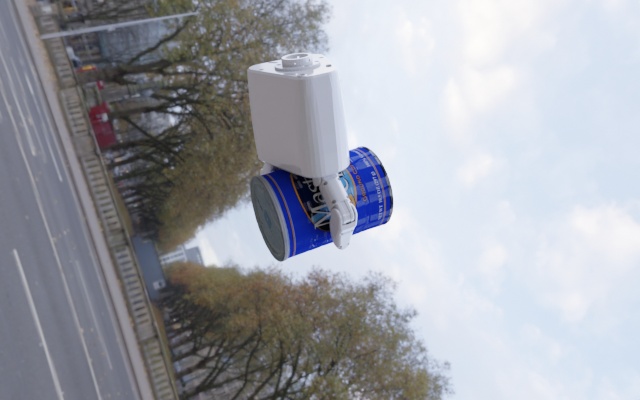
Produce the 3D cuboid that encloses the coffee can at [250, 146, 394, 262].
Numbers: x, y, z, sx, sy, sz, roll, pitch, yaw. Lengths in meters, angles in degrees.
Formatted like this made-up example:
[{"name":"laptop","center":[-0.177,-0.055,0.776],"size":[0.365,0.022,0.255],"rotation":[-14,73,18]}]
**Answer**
[{"name":"coffee can","center":[0.000,0.002,0.569],"size":[0.140,0.103,0.103],"rotation":[-18,6,-20]}]
